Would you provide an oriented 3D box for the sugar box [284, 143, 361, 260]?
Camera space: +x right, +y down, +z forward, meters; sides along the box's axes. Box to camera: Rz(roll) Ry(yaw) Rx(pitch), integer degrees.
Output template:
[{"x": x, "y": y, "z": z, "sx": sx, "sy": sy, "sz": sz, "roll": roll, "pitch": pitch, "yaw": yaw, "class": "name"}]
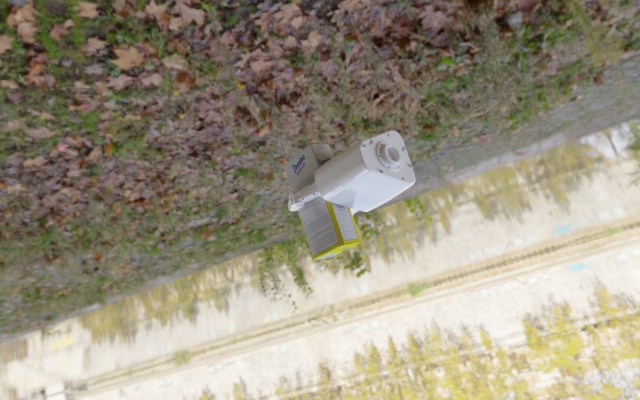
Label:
[{"x": 0.001, "y": 0.003, "z": 0.796, "sx": 0.048, "sy": 0.176, "sz": 0.093, "roll": -4, "pitch": -19, "yaw": -38, "class": "sugar box"}]
